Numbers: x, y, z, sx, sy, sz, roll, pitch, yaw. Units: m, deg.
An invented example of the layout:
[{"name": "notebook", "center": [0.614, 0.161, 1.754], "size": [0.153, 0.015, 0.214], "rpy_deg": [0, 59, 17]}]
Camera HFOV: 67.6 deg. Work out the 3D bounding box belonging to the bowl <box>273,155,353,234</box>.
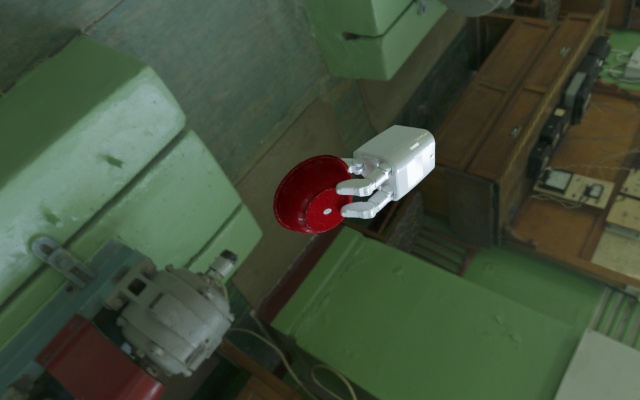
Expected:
[{"name": "bowl", "center": [-0.001, 0.004, 0.839], "size": [0.162, 0.162, 0.055], "rpy_deg": [0, 33, -36]}]
